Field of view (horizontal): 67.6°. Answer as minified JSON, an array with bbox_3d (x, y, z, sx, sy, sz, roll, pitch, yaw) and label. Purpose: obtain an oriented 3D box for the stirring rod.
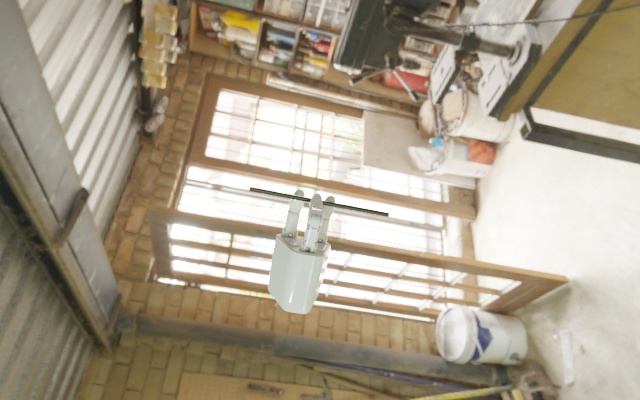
[{"bbox_3d":[0.000,0.003,0.800,0.239,0.011,0.011,11,-2,-9],"label":"stirring rod"}]
